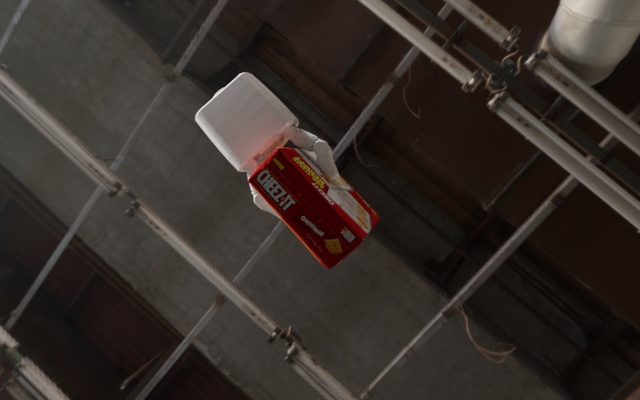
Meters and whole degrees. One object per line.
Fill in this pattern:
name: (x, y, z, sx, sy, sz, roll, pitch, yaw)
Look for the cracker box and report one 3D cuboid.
cracker box: (0.000, 0.002, 0.713, 0.072, 0.164, 0.213, -44, -5, 13)
